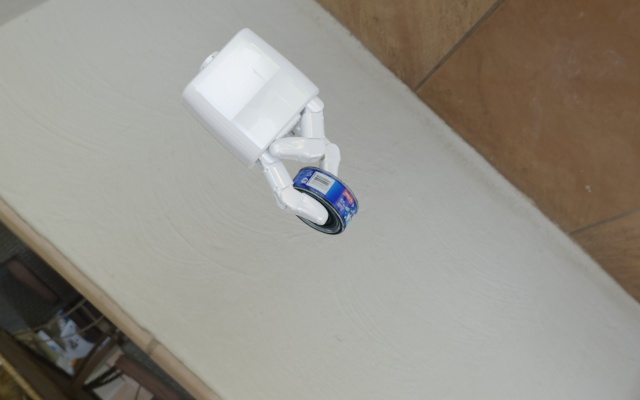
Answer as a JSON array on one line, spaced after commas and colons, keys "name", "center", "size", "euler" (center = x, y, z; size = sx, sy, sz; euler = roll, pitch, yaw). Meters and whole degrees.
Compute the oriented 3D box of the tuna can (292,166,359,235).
[{"name": "tuna can", "center": [0.000, 0.002, 0.564], "size": [0.086, 0.033, 0.086], "euler": [28, -28, 16]}]
